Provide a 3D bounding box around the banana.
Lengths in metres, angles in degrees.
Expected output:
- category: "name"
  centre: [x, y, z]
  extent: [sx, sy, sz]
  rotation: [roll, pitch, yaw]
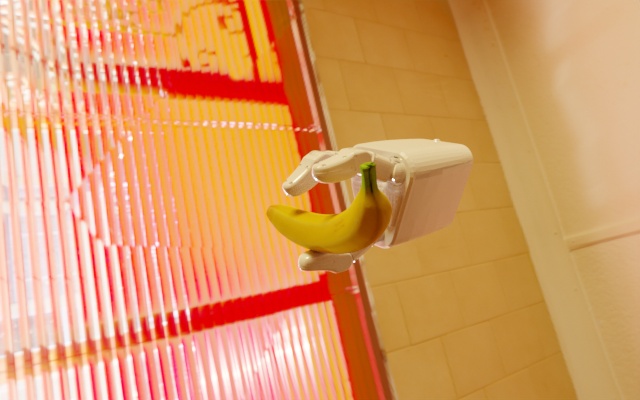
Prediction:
- category: "banana"
  centre: [0.008, 0.018, 0.449]
  extent: [0.037, 0.069, 0.198]
  rotation: [-19, -1, -33]
